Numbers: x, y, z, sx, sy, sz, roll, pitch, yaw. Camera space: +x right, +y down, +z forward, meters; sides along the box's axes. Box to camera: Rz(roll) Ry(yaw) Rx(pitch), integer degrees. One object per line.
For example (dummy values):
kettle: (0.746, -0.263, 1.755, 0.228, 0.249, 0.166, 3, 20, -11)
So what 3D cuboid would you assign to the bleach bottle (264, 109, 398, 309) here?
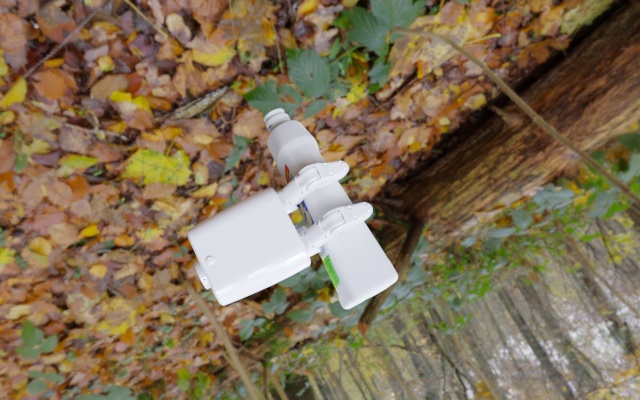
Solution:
bleach bottle: (0.000, 0.002, 0.576, 0.068, 0.250, 0.103, -26, -15, -11)
